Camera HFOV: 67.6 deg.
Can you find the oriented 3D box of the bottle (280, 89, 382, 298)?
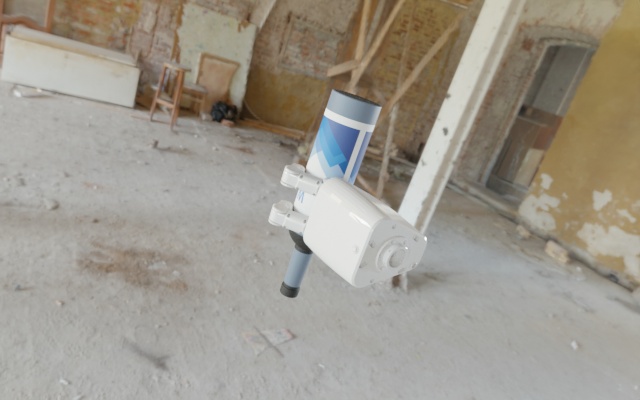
[{"bbox_3d":[0.000,0.002,0.649,0.069,0.296,0.069,18,18,-6],"label":"bottle"}]
